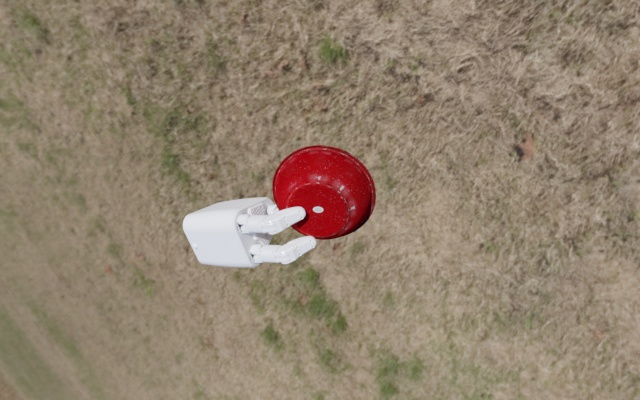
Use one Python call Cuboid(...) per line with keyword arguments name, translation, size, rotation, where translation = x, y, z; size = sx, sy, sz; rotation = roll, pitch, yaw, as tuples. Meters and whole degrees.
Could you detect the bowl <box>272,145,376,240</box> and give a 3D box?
Cuboid(name="bowl", translation=(0.001, 0.002, 0.708), size=(0.162, 0.162, 0.055), rotation=(0, 30, 11))
